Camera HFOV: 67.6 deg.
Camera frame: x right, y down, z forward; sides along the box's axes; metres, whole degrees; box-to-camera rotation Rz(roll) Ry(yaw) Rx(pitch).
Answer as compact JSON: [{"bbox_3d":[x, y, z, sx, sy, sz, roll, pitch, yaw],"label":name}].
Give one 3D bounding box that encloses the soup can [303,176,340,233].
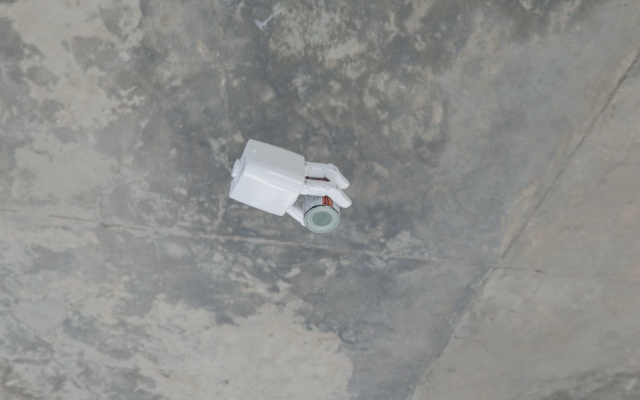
[{"bbox_3d":[0.001,0.003,0.894,0.068,0.069,0.102,0,39,-3],"label":"soup can"}]
